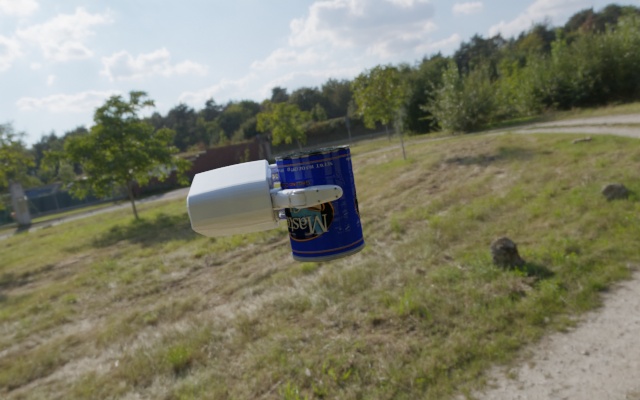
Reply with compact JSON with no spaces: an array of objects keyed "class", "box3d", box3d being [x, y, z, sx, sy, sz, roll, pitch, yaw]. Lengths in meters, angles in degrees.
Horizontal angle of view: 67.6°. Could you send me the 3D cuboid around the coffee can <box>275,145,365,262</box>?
[{"class":"coffee can","box3d":[0.000,0.002,0.652,0.103,0.140,0.103,-9,8,1]}]
